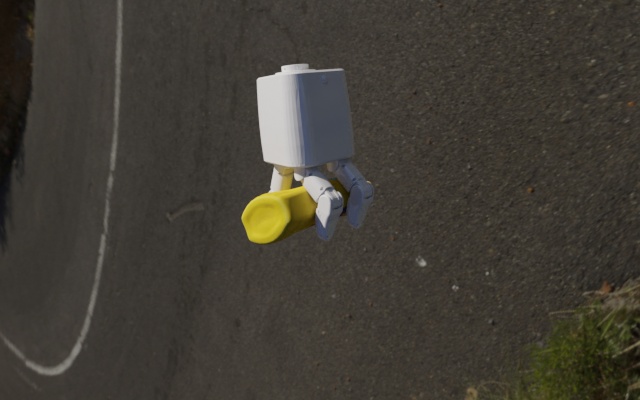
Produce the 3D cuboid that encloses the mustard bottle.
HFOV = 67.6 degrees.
[{"bbox_3d":[0.000,0.002,0.616,0.191,0.058,0.096,-18,-7,-42],"label":"mustard bottle"}]
